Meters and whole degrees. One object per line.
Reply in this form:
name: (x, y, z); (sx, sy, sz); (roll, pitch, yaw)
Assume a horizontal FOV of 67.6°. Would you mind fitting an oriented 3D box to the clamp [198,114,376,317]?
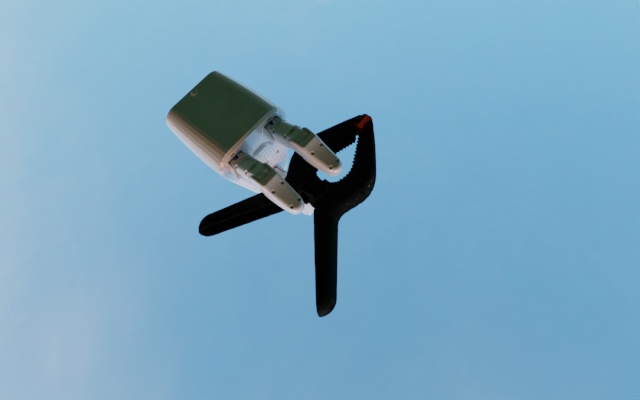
clamp: (0.000, 0.001, 0.488); (0.164, 0.210, 0.036); (38, -14, 22)
